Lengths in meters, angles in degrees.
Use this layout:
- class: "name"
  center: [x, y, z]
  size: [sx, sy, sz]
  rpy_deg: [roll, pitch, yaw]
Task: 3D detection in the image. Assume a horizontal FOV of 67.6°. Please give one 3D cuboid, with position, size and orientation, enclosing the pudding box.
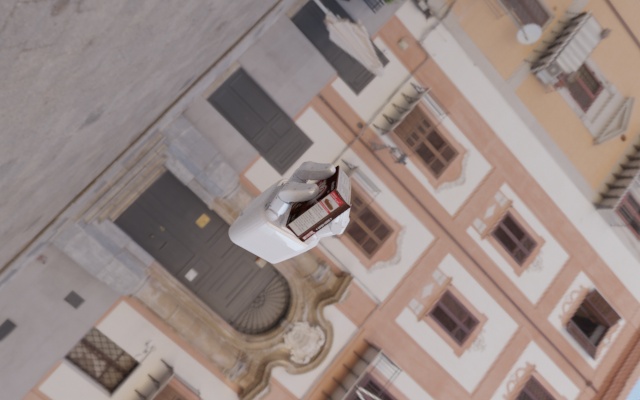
- class: "pudding box"
  center: [0.000, 0.002, 0.688]
  size: [0.090, 0.039, 0.113]
  rpy_deg: [-38, 16, 16]
